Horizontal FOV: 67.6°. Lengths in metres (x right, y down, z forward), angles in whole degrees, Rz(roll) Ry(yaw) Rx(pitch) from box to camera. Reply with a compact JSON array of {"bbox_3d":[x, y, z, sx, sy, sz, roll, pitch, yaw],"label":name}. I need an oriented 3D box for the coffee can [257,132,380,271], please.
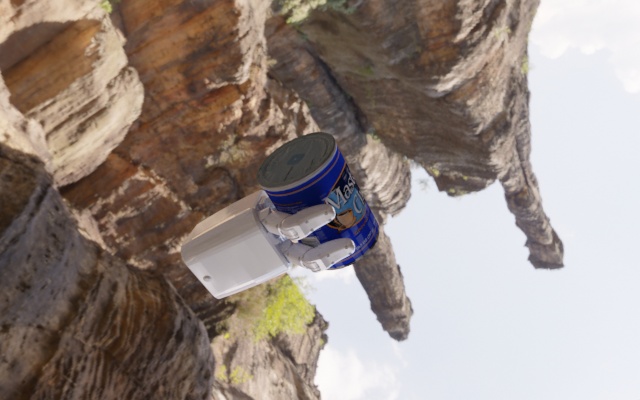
[{"bbox_3d":[0.000,0.002,0.589,0.103,0.140,0.102,-21,33,14],"label":"coffee can"}]
